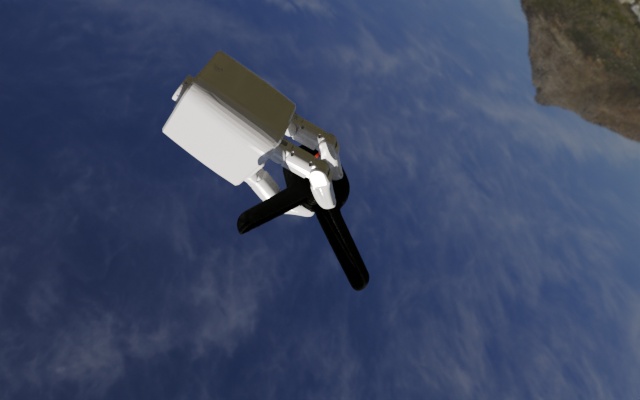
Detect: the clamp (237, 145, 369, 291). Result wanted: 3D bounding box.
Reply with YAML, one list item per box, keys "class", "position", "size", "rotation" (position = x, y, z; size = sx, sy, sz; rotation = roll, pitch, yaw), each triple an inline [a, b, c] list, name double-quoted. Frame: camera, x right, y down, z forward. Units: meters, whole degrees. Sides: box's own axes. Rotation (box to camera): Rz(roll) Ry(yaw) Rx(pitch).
- class: "clamp"
  position: [0.000, 0.002, 0.576]
  size: [0.164, 0.209, 0.036]
  rotation: [35, -50, -16]
